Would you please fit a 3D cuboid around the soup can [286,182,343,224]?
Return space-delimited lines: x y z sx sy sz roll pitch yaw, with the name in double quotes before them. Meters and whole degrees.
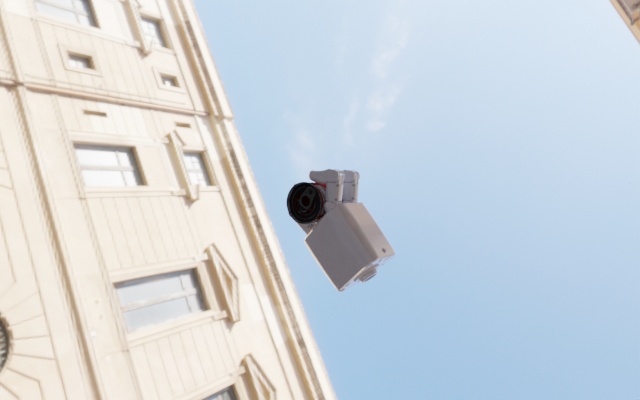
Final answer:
"soup can" 0.000 0.002 0.805 0.068 0.068 0.102 0 2 33
